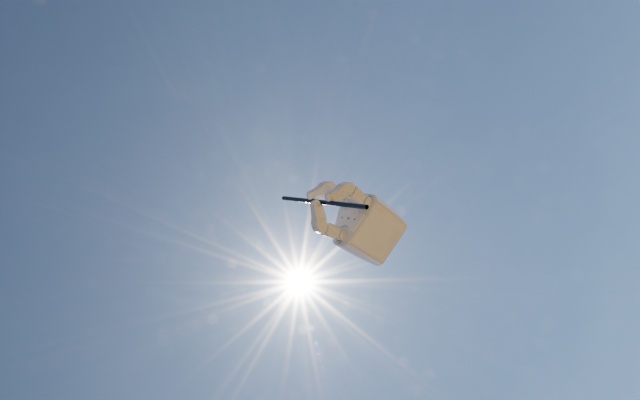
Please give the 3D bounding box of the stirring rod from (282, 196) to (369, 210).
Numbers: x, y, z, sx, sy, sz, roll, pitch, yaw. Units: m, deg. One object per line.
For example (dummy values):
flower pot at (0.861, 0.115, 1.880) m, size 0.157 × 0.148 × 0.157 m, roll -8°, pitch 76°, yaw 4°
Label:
stirring rod at (0.000, 0.003, 0.841) m, size 0.011 × 0.011 × 0.239 m, roll 0°, pitch 4°, yaw -37°
